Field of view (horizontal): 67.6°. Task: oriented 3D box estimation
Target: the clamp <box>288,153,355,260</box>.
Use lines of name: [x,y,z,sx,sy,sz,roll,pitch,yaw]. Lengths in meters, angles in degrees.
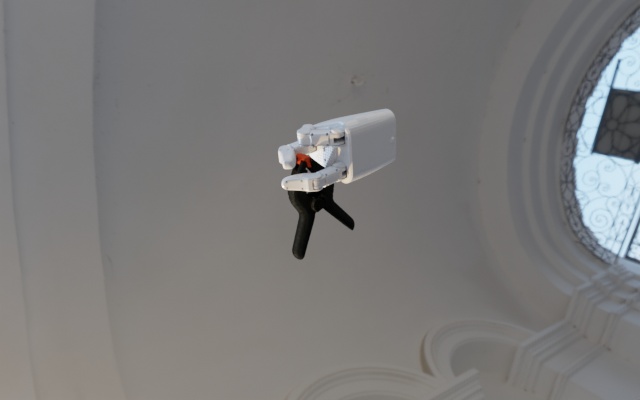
clamp: [0.000,0.002,0.764,0.120,0.171,0.039,-23,32,-33]
